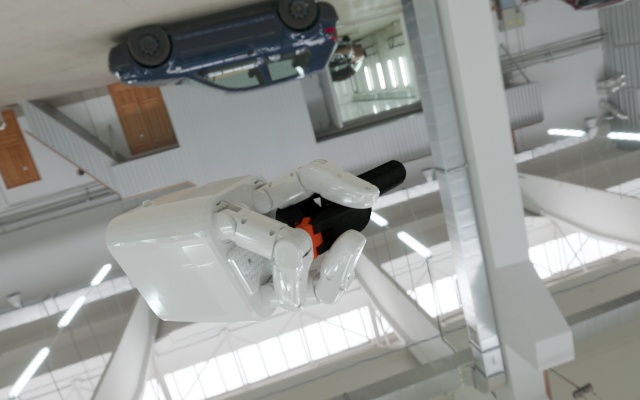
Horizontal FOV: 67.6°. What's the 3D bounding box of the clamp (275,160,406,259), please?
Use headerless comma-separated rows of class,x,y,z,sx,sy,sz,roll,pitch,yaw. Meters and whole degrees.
clamp,0.000,0.002,0.420,0.120,0.039,0.171,-9,15,26
